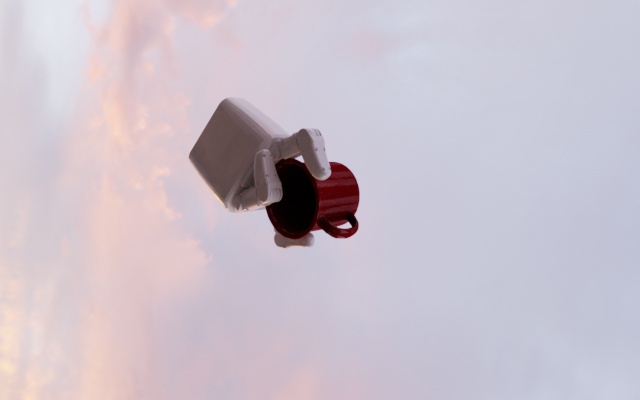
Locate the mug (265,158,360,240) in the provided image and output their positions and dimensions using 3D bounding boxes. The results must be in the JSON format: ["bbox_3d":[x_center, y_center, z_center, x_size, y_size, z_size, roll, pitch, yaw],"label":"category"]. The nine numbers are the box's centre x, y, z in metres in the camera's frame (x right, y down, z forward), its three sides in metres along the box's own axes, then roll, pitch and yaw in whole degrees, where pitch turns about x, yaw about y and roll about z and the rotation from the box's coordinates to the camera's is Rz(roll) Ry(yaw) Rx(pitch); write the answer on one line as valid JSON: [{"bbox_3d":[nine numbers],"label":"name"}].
[{"bbox_3d":[0.001,0.003,0.564,0.081,0.093,0.117,-7,41,-46],"label":"mug"}]
